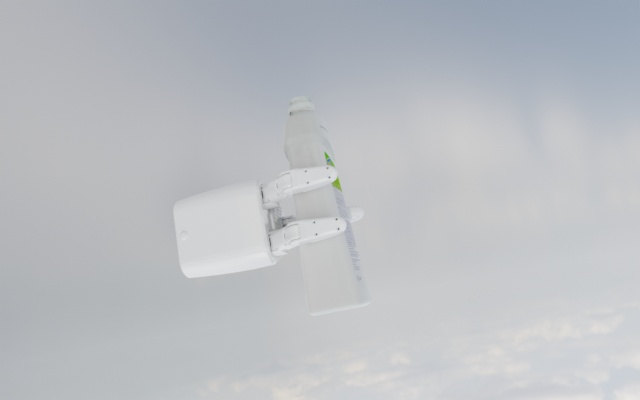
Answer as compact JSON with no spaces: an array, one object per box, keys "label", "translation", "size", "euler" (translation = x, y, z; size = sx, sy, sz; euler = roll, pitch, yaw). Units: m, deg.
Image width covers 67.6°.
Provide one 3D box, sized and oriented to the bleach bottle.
[{"label":"bleach bottle","translation":[0.000,0.002,0.558],"size":[0.068,0.250,0.102],"euler":[-13,-12,9]}]
